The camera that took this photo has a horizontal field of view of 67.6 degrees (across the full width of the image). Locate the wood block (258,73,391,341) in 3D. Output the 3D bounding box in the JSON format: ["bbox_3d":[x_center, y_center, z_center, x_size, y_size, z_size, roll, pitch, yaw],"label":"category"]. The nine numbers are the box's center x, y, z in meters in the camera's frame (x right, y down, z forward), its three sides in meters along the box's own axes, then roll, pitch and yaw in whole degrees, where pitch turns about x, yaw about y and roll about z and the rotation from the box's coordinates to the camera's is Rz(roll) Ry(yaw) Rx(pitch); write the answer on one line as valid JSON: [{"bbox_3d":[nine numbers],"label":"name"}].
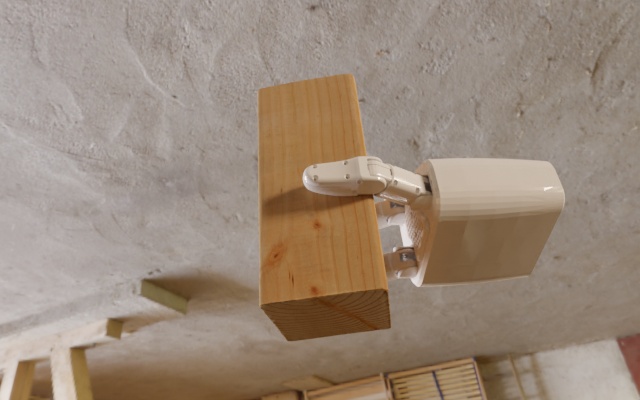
[{"bbox_3d":[0.000,0.001,0.410,0.090,0.206,0.091,-9,-33,5],"label":"wood block"}]
